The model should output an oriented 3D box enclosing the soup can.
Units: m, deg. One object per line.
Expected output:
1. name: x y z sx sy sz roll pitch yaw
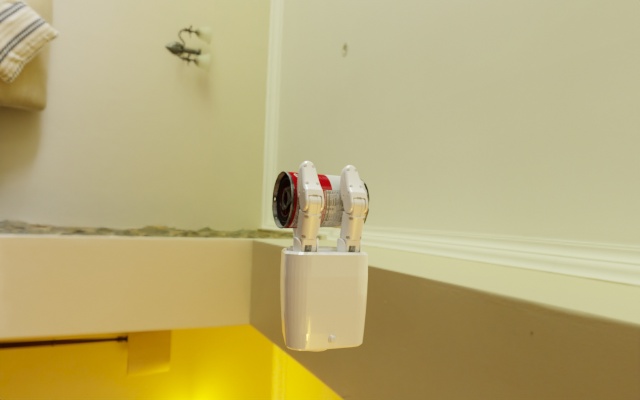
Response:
1. soup can: 0.000 0.001 0.581 0.102 0.068 0.068 3 -1 -24
